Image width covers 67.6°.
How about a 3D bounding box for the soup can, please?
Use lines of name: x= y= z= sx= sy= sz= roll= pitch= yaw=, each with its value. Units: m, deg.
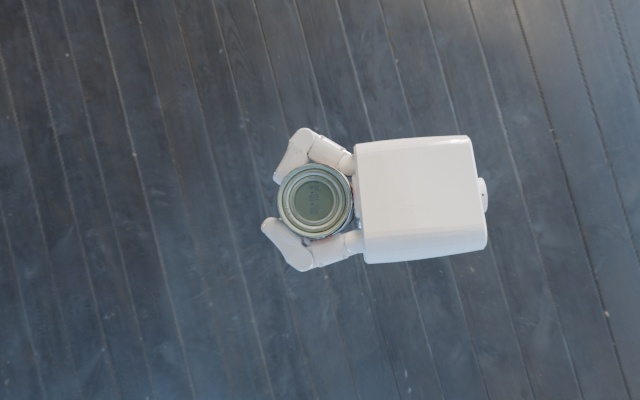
soup can: x=0.000 y=0.001 z=0.460 sx=0.068 sy=0.068 sz=0.102 roll=0 pitch=-1 yaw=7
